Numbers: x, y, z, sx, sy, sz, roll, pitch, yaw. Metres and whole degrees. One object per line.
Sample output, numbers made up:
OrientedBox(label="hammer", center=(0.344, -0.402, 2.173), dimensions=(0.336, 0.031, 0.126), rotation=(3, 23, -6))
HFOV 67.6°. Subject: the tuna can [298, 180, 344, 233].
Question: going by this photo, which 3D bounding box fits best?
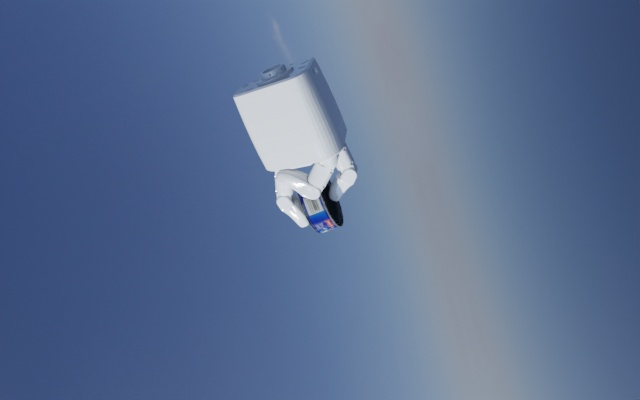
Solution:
OrientedBox(label="tuna can", center=(0.000, 0.002, 0.677), dimensions=(0.034, 0.086, 0.086), rotation=(-21, -6, 15))
